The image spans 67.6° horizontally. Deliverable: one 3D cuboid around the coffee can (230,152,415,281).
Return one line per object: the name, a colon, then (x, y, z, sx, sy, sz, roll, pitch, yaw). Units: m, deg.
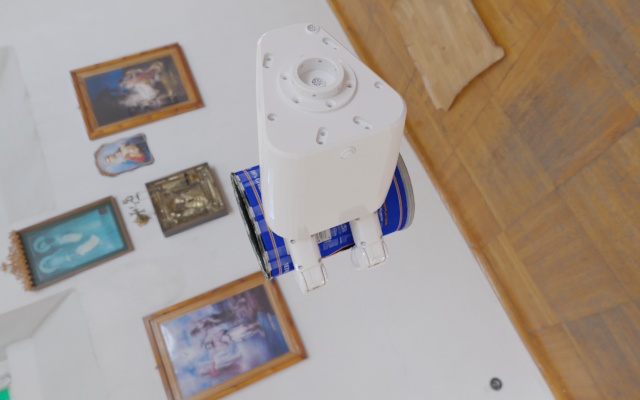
coffee can: (0.000, 0.001, 0.442, 0.140, 0.103, 0.103, -19, 4, -13)
